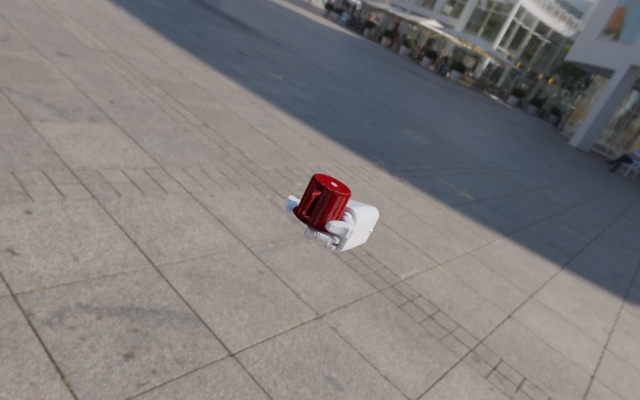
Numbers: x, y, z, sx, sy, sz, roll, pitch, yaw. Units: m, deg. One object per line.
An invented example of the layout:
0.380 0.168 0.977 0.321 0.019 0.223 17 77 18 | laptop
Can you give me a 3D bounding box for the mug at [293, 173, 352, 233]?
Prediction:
-0.001 0.003 0.884 0.093 0.081 0.117 35 21 25 | mug
